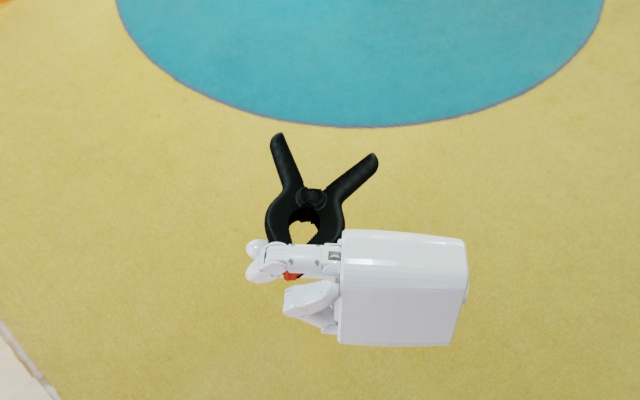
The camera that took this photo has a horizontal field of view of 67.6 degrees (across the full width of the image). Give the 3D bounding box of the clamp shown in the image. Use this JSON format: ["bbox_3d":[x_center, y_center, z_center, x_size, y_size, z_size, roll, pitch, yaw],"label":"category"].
[{"bbox_3d":[0.000,0.001,0.484,0.120,0.171,0.039,2,-34,2],"label":"clamp"}]
